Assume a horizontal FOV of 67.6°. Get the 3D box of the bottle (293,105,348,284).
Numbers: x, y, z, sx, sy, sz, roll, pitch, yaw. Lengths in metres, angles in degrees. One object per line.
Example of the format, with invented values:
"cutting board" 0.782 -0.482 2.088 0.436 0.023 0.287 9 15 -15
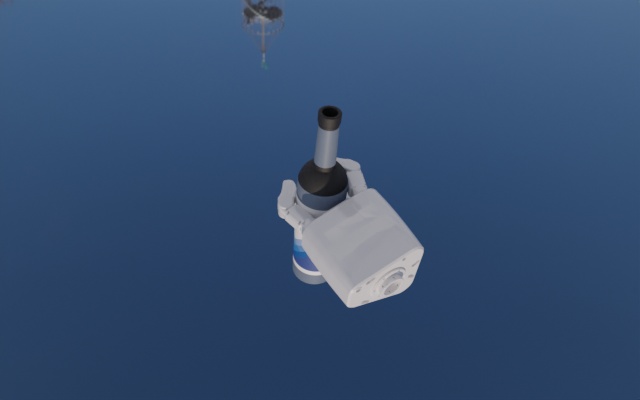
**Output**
"bottle" 0.000 0.002 0.644 0.069 0.069 0.296 0 -44 -6
